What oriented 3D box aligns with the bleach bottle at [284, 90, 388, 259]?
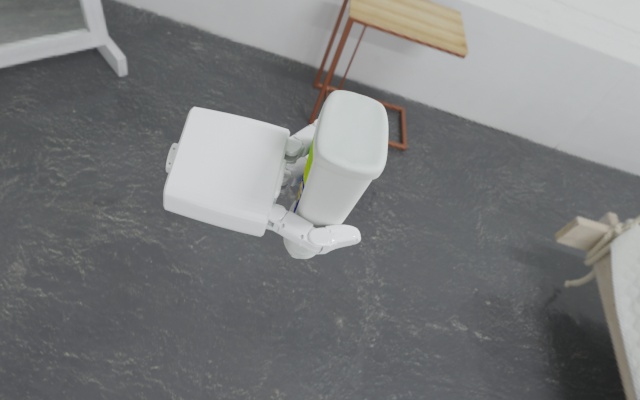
[{"bbox_3d":[0.000,0.002,0.533,0.068,0.102,0.251,16,-37,-7],"label":"bleach bottle"}]
